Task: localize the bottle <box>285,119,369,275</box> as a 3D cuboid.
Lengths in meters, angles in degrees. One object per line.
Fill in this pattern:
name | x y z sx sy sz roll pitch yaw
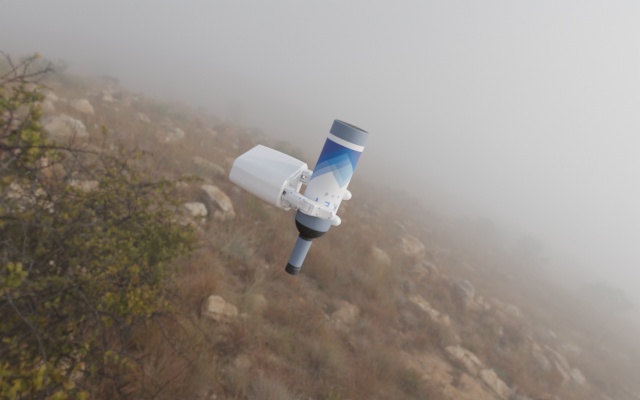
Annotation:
bottle | 0.000 0.003 0.865 0.069 0.296 0.069 21 14 -6
